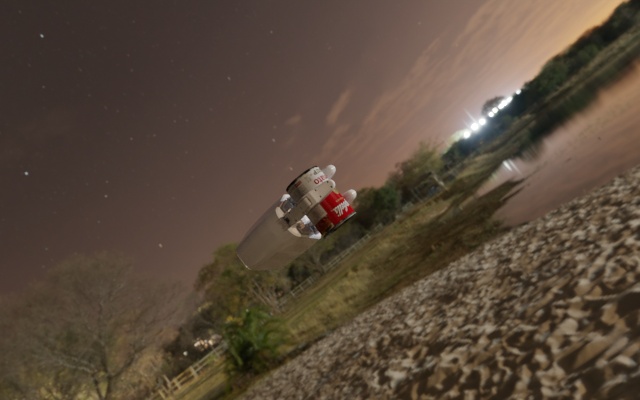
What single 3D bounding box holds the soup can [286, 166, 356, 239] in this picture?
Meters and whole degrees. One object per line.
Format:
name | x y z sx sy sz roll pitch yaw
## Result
soup can | 0.000 0.002 0.779 0.068 0.102 0.068 -38 -7 -5
